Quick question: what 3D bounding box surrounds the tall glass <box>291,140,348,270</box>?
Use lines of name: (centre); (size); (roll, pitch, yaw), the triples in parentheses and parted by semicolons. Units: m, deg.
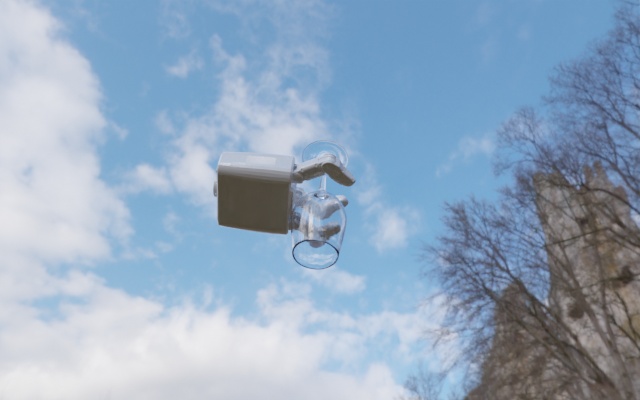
tall glass: (0.000, 0.002, 0.693); (0.079, 0.079, 0.200); (0, 44, 5)
